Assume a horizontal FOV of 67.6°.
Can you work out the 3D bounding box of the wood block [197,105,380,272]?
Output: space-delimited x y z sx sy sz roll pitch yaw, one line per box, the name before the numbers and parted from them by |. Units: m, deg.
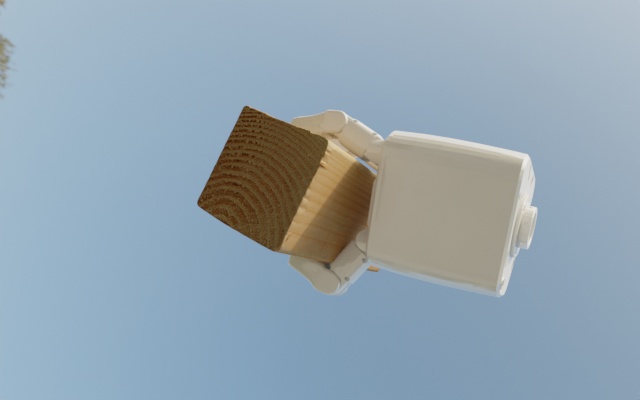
wood block | 0.000 0.002 0.443 0.090 0.091 0.206 26 1 30
